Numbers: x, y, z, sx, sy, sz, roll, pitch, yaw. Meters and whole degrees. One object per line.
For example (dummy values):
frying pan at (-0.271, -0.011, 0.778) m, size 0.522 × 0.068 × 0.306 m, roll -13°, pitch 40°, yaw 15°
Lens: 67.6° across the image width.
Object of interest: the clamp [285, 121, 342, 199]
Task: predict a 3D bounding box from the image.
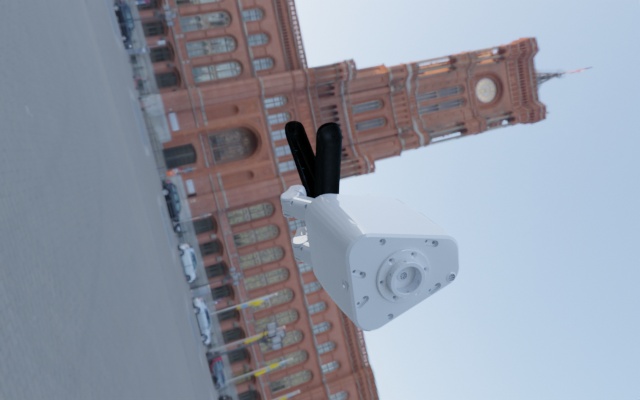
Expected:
clamp at (0.001, 0.002, 0.563) m, size 0.036 × 0.210 × 0.164 m, roll -14°, pitch 20°, yaw -13°
